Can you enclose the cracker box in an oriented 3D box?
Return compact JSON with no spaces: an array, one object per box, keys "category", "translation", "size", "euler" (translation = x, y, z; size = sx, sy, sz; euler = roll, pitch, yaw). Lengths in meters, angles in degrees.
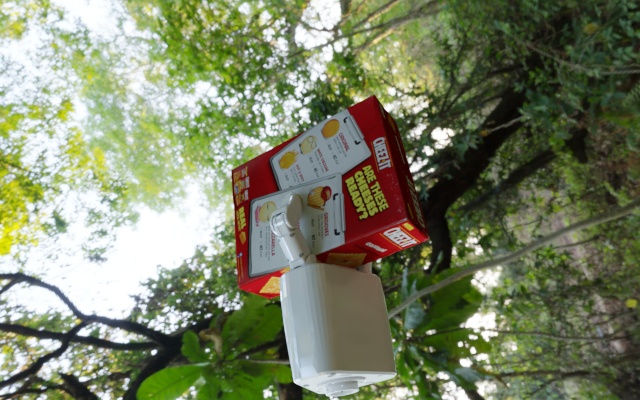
[{"category":"cracker box","translation":[0.000,0.002,0.555],"size":[0.214,0.164,0.072],"euler":[-24,-33,24]}]
